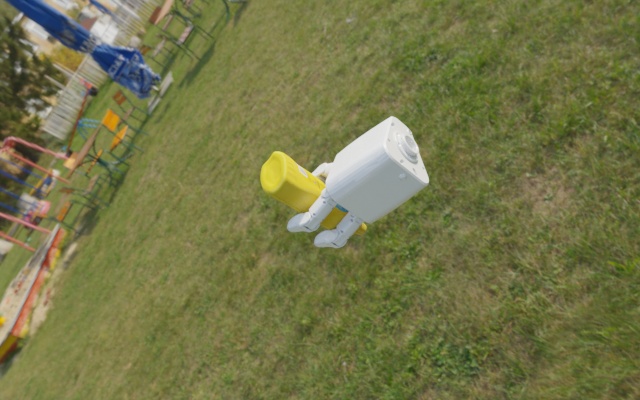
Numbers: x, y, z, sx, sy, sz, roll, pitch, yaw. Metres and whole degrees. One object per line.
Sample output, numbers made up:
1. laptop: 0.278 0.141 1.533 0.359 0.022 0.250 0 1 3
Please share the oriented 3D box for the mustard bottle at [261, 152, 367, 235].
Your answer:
1. mustard bottle: 0.000 0.002 0.731 0.192 0.058 0.096 33 14 -30
